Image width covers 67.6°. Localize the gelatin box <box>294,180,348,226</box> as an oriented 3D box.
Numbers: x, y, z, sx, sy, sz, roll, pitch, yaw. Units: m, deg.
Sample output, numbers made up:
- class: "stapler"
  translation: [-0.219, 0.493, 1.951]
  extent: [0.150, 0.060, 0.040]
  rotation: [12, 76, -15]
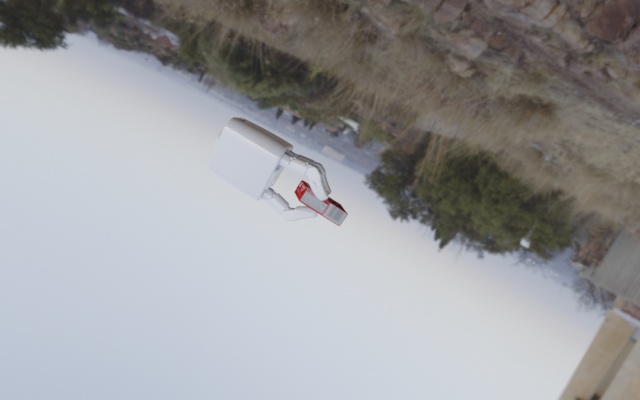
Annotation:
- class: "gelatin box"
  translation: [0.000, 0.003, 0.834]
  extent: [0.089, 0.030, 0.073]
  rotation: [33, 6, -13]
